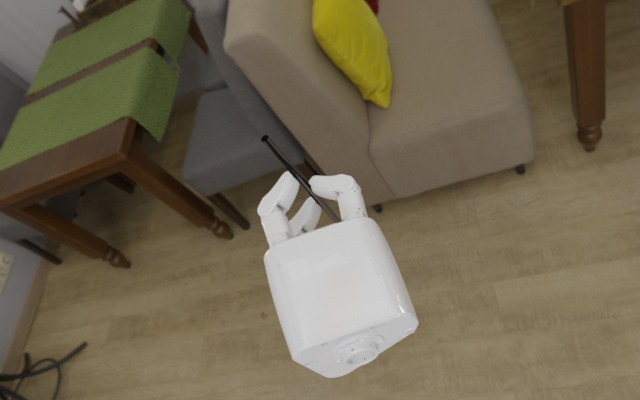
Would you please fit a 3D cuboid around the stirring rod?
[{"bbox_3d":[0.000,0.002,0.537,0.011,0.011,0.240,0,-30,30],"label":"stirring rod"}]
